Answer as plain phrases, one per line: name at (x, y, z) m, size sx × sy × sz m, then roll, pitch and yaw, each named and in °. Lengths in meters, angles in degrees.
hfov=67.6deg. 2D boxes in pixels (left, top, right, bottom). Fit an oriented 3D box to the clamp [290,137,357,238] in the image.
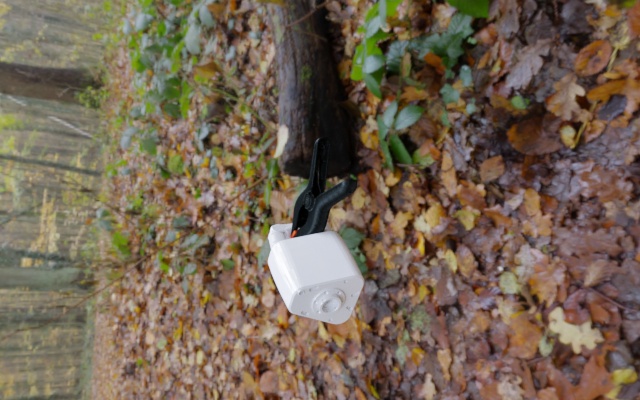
clamp at (-0.001, 0.002, 0.725) m, size 0.039 × 0.171 × 0.120 m, roll 6°, pitch 29°, yaw -25°
